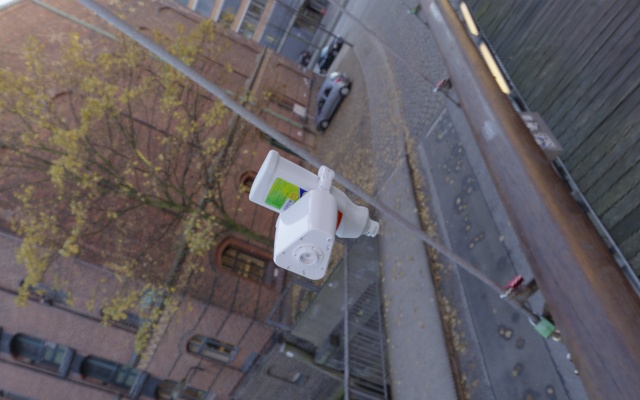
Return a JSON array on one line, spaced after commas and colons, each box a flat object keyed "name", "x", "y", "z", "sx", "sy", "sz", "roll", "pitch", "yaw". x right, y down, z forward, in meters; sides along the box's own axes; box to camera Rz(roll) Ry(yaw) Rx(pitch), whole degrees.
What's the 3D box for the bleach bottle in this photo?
[{"name": "bleach bottle", "x": 0.000, "y": 0.003, "z": 0.896, "sx": 0.251, "sy": 0.103, "sz": 0.068, "roll": 24, "pitch": 34, "yaw": -14}]
